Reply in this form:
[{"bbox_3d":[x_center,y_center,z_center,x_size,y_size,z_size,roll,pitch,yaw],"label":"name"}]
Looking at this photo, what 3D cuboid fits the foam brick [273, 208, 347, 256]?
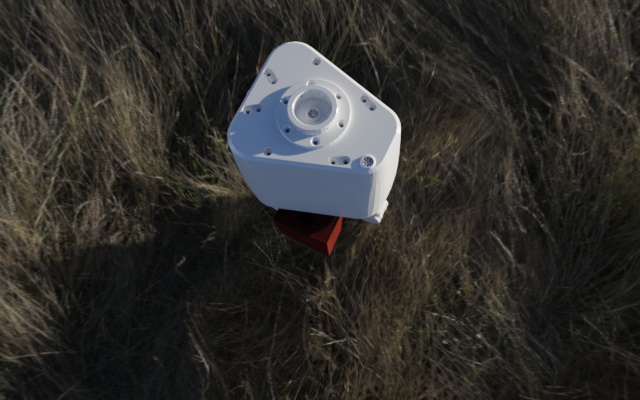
[{"bbox_3d":[0.000,0.002,0.431,0.053,0.078,0.051,24,-13,10],"label":"foam brick"}]
